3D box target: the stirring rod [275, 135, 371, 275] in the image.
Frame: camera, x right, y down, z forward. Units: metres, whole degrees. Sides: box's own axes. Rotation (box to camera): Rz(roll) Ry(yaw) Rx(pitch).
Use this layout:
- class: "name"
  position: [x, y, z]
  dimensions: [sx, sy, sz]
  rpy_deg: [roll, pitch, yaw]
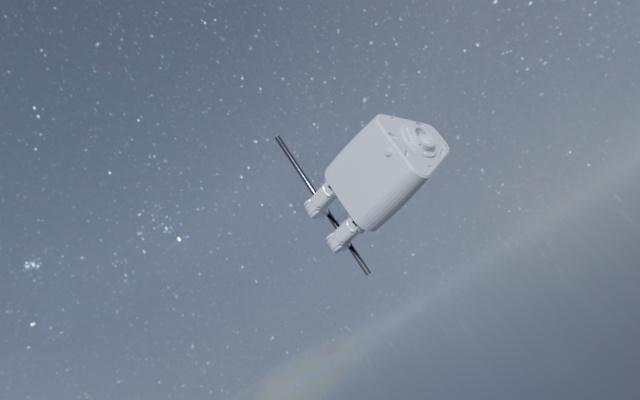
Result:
- class: "stirring rod"
  position: [0.000, 0.002, 0.672]
  dimensions: [0.011, 0.239, 0.011]
  rpy_deg: [-31, -17, -10]
